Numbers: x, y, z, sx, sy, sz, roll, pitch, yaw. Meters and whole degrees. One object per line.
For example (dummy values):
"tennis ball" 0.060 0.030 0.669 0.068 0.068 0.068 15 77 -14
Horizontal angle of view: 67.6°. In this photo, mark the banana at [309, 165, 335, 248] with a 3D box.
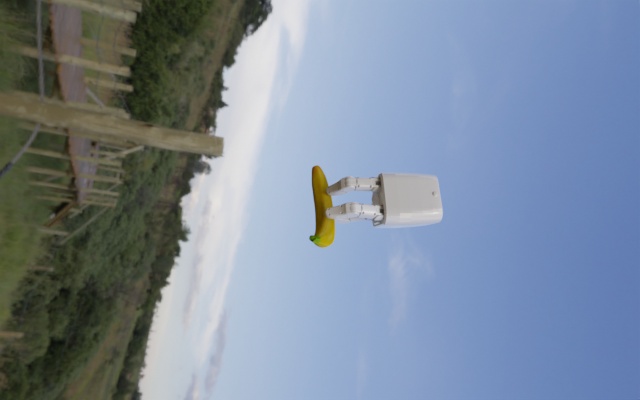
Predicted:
"banana" 0.004 0.019 0.867 0.037 0.070 0.197 -10 42 8
